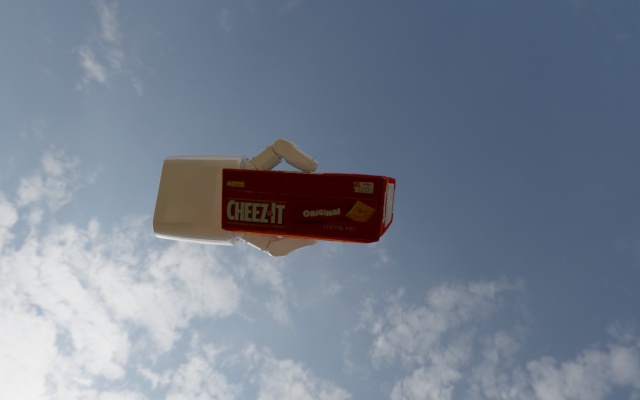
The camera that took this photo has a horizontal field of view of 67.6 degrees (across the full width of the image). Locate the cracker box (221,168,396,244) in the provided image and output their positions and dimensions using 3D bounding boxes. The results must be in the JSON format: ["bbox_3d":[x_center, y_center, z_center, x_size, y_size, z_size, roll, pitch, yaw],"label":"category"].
[{"bbox_3d":[0.000,0.002,0.564,0.164,0.072,0.213,3,3,12],"label":"cracker box"}]
